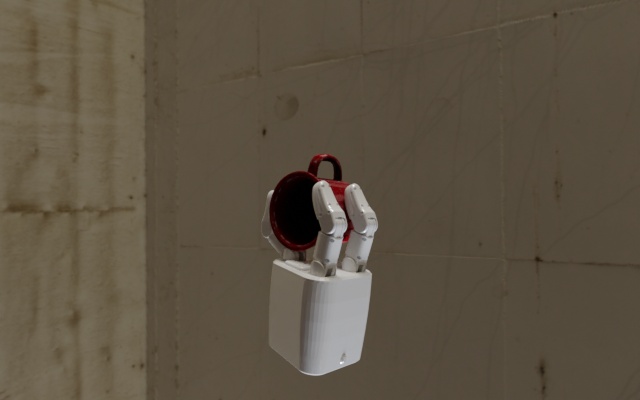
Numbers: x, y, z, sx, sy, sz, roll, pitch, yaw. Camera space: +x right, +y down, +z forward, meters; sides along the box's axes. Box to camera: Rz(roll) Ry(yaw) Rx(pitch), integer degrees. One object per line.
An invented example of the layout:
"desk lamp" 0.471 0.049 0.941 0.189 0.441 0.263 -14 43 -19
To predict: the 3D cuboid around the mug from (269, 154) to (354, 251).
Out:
"mug" 0.000 0.000 0.581 0.093 0.117 0.081 10 4 39
